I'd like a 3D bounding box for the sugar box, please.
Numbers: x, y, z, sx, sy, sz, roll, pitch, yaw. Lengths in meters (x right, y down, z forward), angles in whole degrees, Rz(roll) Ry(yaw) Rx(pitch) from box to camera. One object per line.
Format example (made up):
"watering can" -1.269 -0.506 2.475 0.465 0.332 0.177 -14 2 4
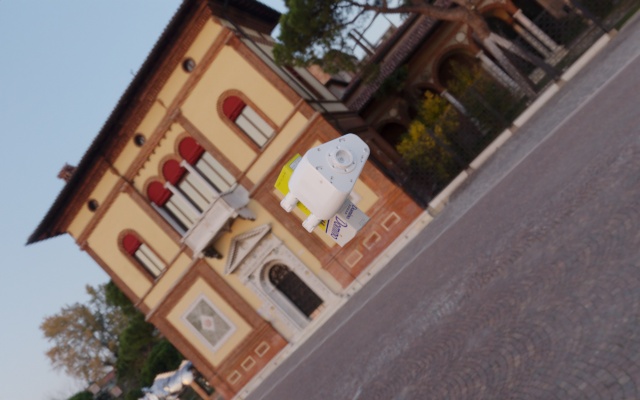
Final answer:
"sugar box" 0.000 0.003 0.877 0.048 0.176 0.093 -44 -5 -27
